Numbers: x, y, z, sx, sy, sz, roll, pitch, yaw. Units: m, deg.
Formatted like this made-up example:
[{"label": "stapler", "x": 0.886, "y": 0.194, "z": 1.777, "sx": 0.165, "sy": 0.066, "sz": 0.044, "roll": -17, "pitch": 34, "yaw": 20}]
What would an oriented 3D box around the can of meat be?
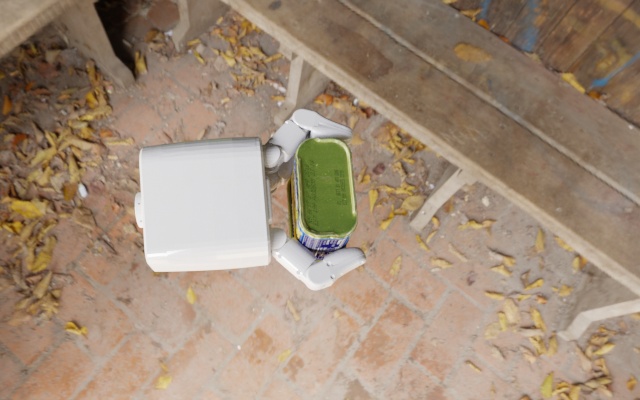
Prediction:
[{"label": "can of meat", "x": 0.000, "y": 0.001, "z": 0.455, "sx": 0.057, "sy": 0.102, "sz": 0.084, "roll": -2, "pitch": -21, "yaw": -8}]
